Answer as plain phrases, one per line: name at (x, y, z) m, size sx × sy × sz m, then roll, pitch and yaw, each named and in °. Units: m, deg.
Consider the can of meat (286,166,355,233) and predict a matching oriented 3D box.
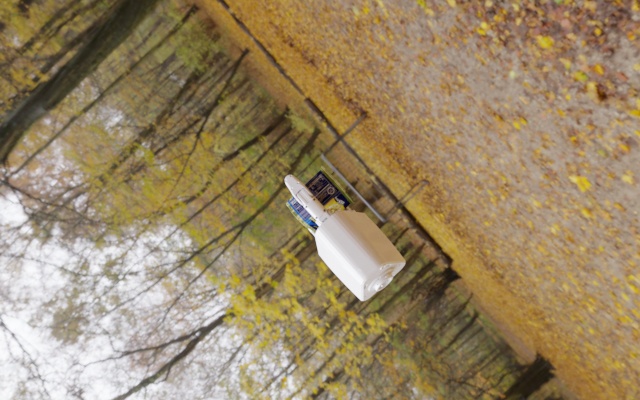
can of meat at (0.000, 0.003, 0.767) m, size 0.084 × 0.057 × 0.102 m, roll -43°, pitch -22°, yaw 2°
